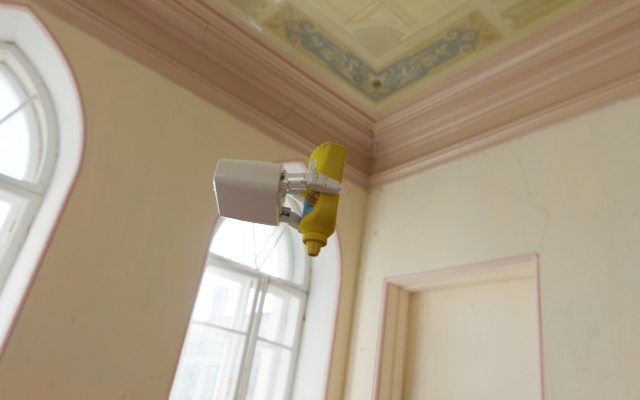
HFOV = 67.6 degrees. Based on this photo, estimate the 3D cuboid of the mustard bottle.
[{"bbox_3d":[0.000,0.002,0.806,0.058,0.191,0.096,18,-27,-17],"label":"mustard bottle"}]
